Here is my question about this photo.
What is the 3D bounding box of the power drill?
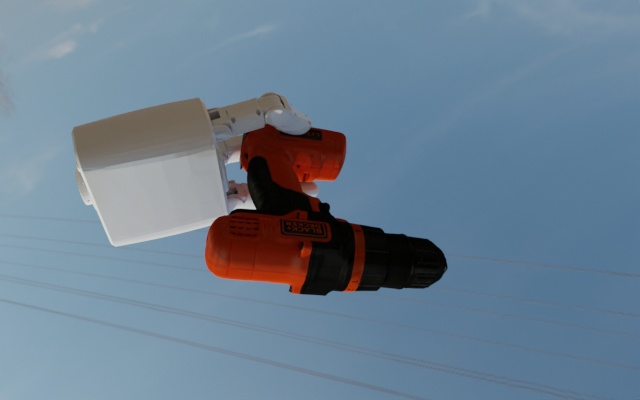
[{"bbox_3d":[0.000,0.001,0.412,0.184,0.057,0.187,8,33,-14],"label":"power drill"}]
